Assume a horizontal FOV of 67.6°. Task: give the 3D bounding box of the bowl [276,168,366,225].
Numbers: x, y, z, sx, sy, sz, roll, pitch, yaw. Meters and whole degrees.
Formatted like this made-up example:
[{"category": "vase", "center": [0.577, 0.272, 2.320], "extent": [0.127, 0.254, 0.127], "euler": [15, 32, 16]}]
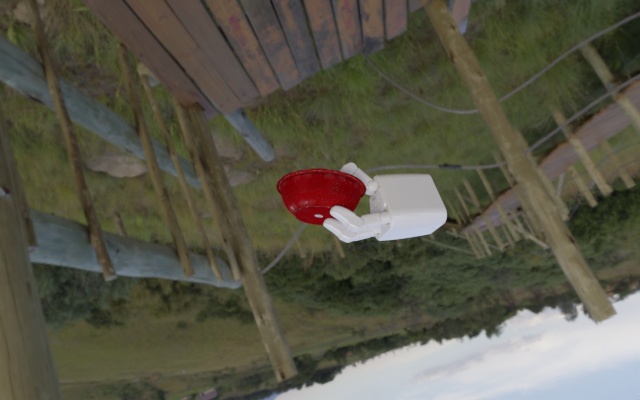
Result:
[{"category": "bowl", "center": [-0.001, 0.003, 0.849], "extent": [0.162, 0.055, 0.162], "euler": [3, -23, 1]}]
